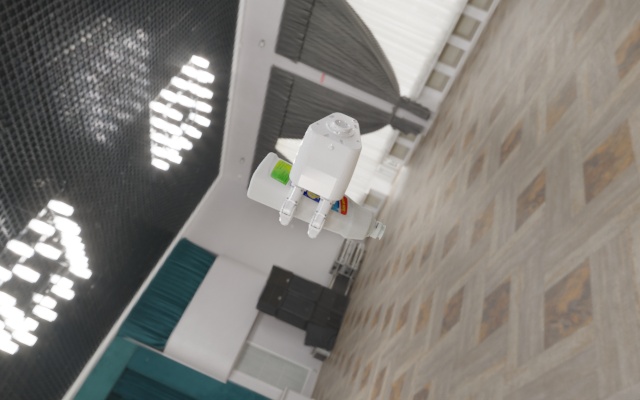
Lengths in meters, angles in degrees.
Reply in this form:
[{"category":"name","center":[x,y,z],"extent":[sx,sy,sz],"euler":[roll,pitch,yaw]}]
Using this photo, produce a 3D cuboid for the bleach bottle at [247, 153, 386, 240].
[{"category":"bleach bottle","center":[0.000,0.003,0.871],"extent":[0.251,0.068,0.102],"euler":[24,36,2]}]
